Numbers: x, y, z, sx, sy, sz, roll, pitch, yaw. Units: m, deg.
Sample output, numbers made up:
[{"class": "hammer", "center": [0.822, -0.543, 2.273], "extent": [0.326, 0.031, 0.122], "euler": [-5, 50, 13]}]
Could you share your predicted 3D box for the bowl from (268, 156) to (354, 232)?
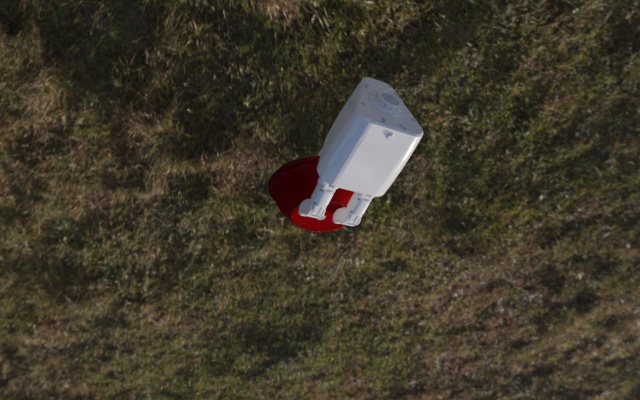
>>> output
[{"class": "bowl", "center": [0.000, 0.003, 0.727], "extent": [0.162, 0.055, 0.162], "euler": [0, -33, 0]}]
